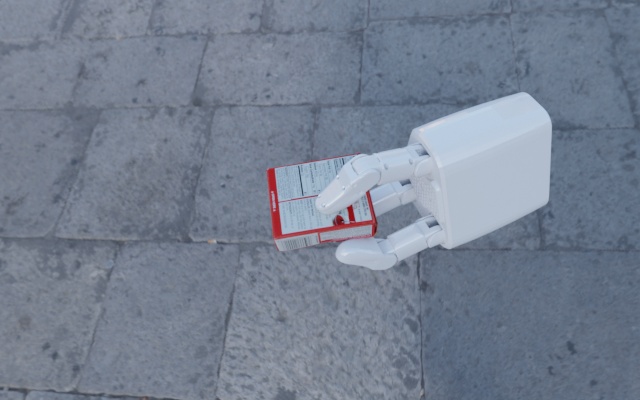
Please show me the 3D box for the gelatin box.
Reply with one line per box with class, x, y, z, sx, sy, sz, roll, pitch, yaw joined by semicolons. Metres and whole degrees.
gelatin box;0.000;0.001;0.423;0.089;0.073;0.030;-9;-30;-1
